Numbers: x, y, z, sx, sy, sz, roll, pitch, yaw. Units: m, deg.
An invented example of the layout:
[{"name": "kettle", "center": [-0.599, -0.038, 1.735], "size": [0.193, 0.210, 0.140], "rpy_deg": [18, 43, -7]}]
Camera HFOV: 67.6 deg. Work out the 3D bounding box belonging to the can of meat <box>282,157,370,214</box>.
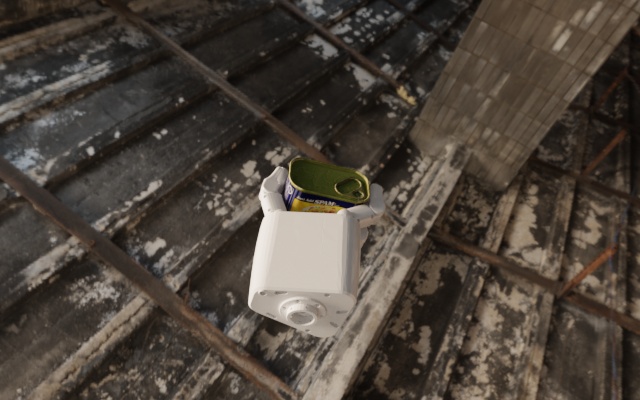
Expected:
[{"name": "can of meat", "center": [0.000, 0.002, 0.604], "size": [0.102, 0.057, 0.084], "rpy_deg": [12, -47, -12]}]
